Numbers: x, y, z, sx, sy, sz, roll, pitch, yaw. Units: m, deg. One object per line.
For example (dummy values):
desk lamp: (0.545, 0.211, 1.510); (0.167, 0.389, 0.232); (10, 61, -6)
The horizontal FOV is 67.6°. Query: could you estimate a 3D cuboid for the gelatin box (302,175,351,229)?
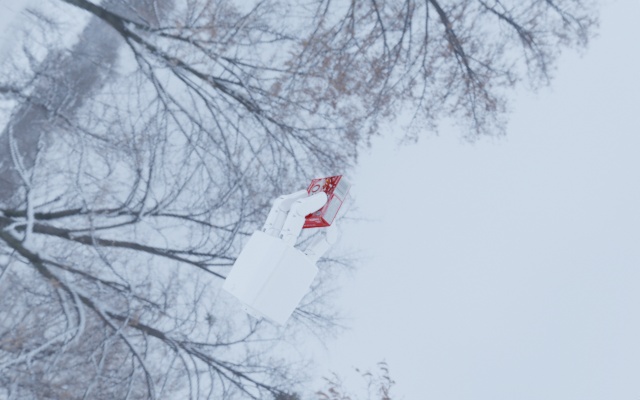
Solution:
gelatin box: (0.001, 0.003, 0.774); (0.073, 0.089, 0.030); (-6, -44, 48)
